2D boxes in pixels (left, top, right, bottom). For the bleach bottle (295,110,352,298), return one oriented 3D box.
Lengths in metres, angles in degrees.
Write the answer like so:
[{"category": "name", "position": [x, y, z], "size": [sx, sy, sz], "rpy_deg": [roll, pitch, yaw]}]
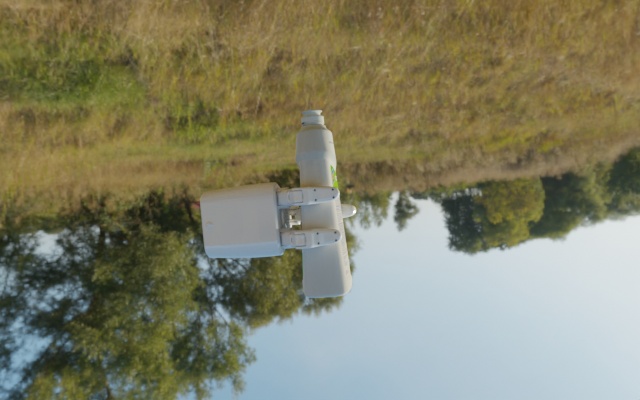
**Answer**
[{"category": "bleach bottle", "position": [0.000, 0.002, 0.669], "size": [0.068, 0.251, 0.102], "rpy_deg": [-5, 1, 5]}]
